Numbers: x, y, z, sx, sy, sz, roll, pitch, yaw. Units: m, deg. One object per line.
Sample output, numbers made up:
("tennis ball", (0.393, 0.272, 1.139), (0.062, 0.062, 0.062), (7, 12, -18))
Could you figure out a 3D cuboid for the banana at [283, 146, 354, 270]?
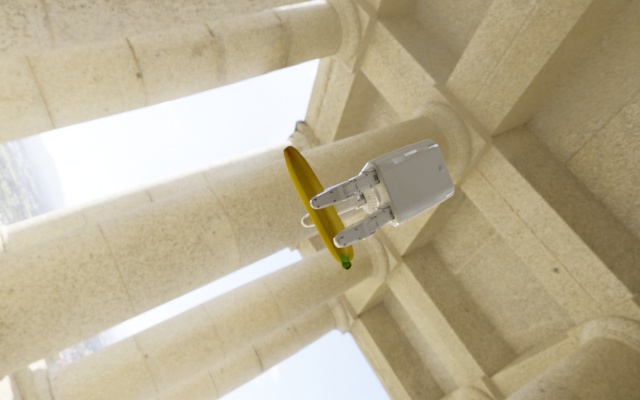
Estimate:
("banana", (0.002, 0.012, 0.677), (0.037, 0.197, 0.070), (-26, -19, -9))
